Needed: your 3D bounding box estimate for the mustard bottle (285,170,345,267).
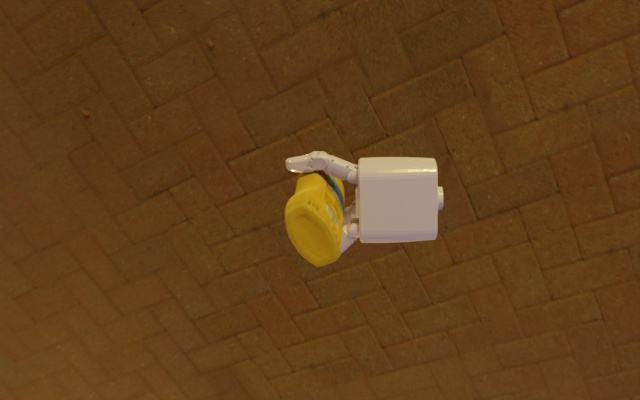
[{"bbox_3d":[0.000,0.002,0.677,0.058,0.096,0.191,-24,22,18],"label":"mustard bottle"}]
